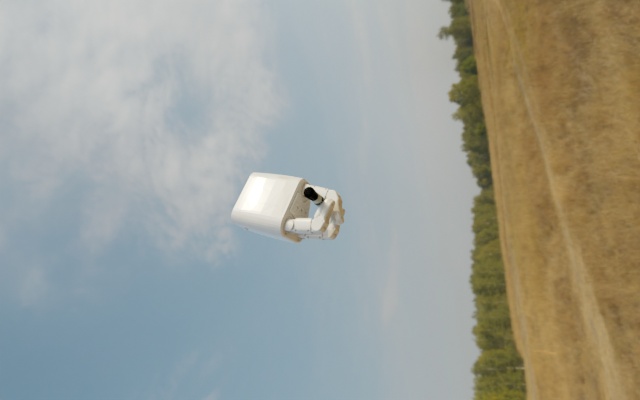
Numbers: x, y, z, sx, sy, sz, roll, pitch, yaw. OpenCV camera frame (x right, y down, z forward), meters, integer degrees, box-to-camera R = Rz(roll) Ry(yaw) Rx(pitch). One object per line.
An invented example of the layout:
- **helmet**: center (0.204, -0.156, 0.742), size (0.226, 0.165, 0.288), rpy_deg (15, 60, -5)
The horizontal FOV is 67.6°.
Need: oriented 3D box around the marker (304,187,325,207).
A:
- **marker**: center (0.000, 0.003, 0.799), size (0.020, 0.020, 0.121), rpy_deg (0, -16, 21)
